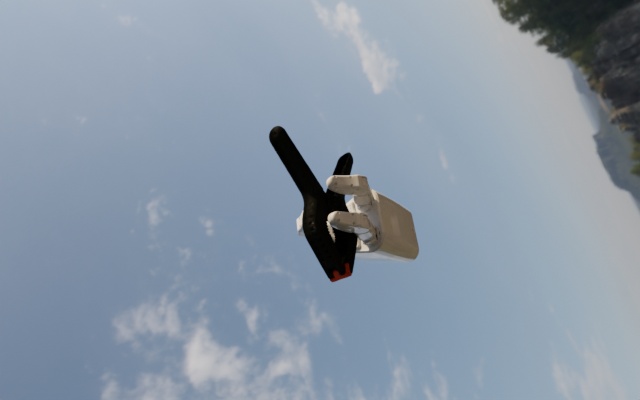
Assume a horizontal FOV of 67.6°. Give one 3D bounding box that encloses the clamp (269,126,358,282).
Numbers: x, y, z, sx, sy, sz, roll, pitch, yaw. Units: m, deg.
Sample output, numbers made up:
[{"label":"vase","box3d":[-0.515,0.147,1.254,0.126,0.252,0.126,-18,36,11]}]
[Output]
[{"label":"clamp","box3d":[0.000,0.003,0.641,0.036,0.210,0.164,-27,-32,36]}]
